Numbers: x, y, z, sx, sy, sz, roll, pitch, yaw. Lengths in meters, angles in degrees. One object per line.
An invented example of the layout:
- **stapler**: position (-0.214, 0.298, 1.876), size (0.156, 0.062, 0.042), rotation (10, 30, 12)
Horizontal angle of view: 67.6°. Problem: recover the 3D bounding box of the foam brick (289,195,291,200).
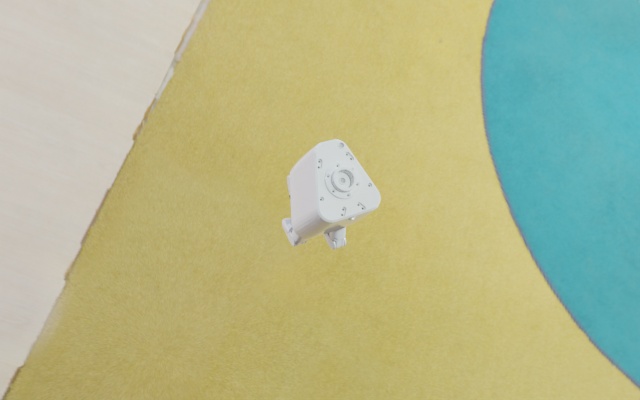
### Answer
- **foam brick**: position (0.000, 0.002, 0.741), size (0.078, 0.053, 0.051), rotation (-16, -5, -23)
